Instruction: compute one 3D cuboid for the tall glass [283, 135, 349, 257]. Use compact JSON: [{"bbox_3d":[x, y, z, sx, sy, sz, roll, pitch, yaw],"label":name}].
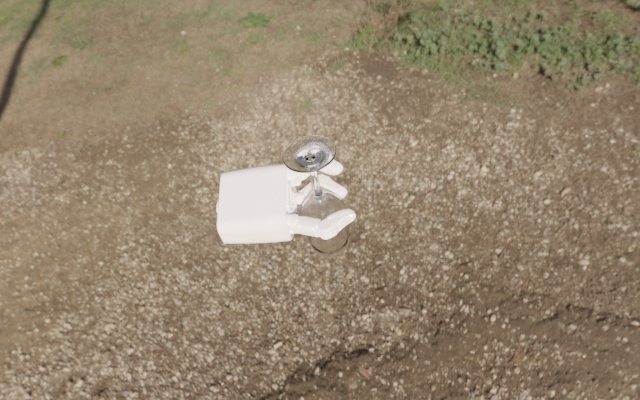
[{"bbox_3d":[0.000,0.002,0.719,0.079,0.079,0.201,0,-42,13],"label":"tall glass"}]
